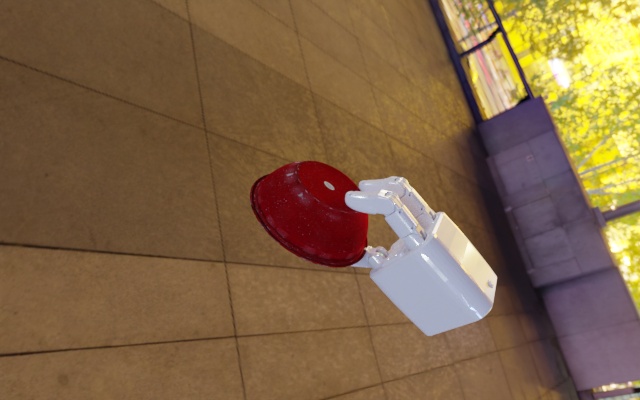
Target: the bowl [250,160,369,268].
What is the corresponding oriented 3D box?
[{"bbox_3d":[-0.001,0.001,0.572,0.162,0.055,0.162,23,32,-16],"label":"bowl"}]
